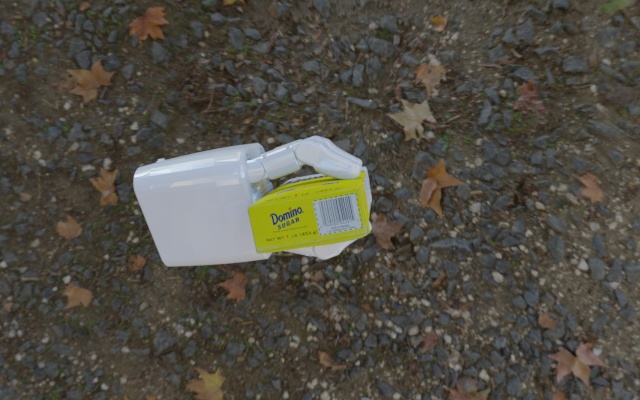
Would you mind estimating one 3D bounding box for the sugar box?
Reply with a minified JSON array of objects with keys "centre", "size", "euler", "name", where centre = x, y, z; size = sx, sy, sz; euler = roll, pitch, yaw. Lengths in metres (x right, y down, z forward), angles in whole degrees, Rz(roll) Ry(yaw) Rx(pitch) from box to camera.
[{"centre":[0.000,0.001,0.454],"size":[0.093,0.048,0.176],"euler":[-9,11,8],"name":"sugar box"}]
